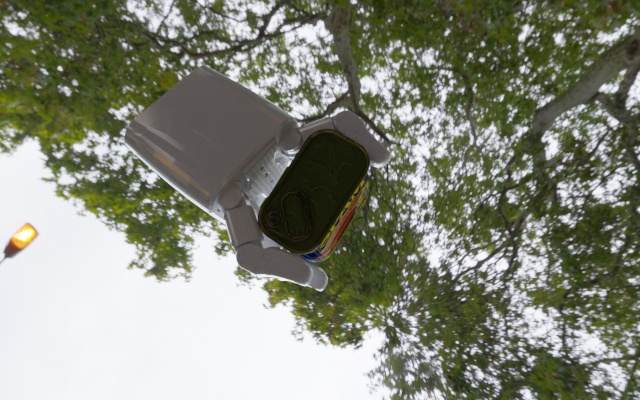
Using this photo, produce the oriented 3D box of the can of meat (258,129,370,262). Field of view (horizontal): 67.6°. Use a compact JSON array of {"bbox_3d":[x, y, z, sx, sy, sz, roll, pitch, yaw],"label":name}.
[{"bbox_3d":[0.000,0.001,0.414,0.057,0.102,0.084,31,-8,14],"label":"can of meat"}]
